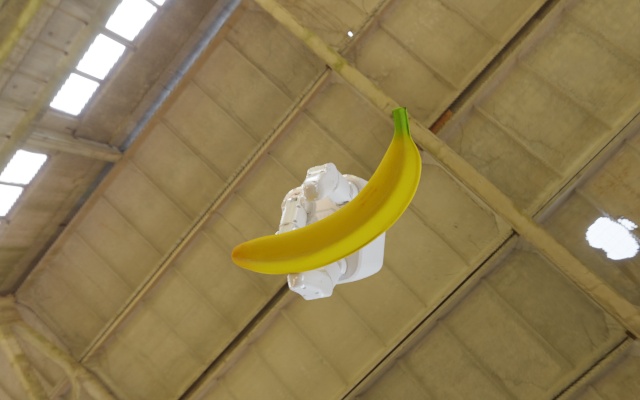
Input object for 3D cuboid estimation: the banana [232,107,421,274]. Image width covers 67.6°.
[{"bbox_3d":[0.013,0.014,0.395,0.198,0.069,0.037,-40,-18,15],"label":"banana"}]
